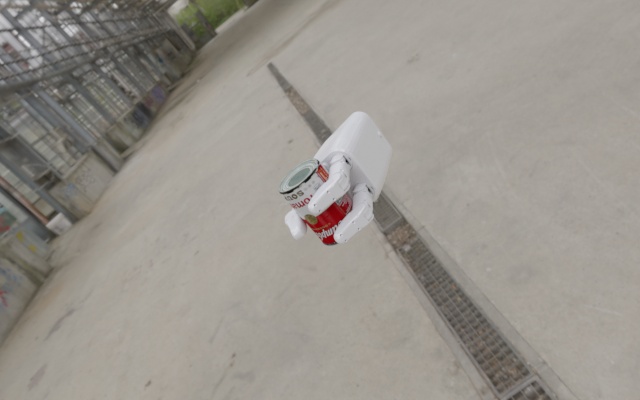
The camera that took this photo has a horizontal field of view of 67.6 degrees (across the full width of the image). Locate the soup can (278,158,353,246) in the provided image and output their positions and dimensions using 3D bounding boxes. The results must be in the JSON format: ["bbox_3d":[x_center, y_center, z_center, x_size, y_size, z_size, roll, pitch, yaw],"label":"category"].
[{"bbox_3d":[0.000,0.002,0.641,0.068,0.102,0.068,-33,24,17],"label":"soup can"}]
